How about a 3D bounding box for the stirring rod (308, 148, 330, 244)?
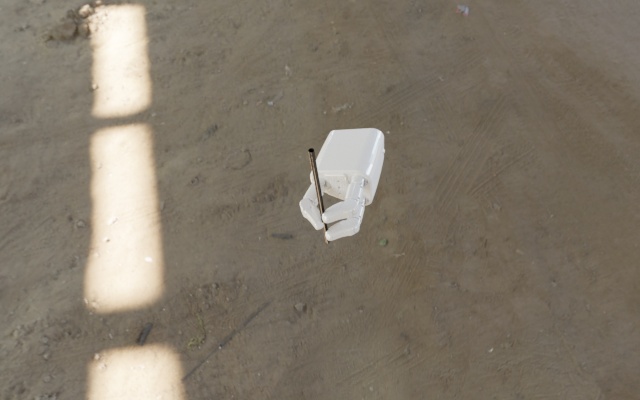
[{"bbox_3d":[0.000,0.002,0.733,0.011,0.011,0.240,0,-35,7],"label":"stirring rod"}]
